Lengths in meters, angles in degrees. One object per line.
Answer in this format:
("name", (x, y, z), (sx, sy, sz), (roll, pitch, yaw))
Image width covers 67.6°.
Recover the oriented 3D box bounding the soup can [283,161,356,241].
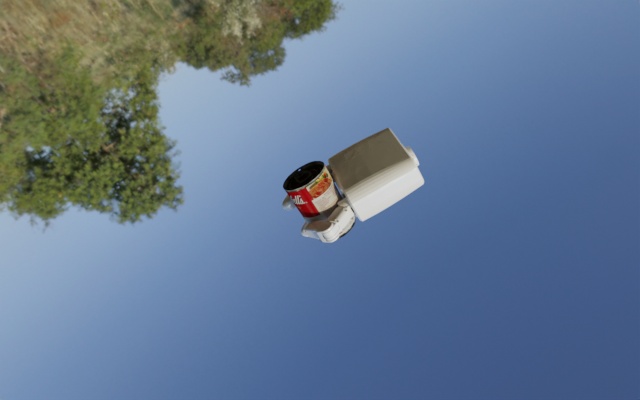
("soup can", (0.000, 0.003, 0.697), (0.068, 0.102, 0.068), (-25, 27, 14))
